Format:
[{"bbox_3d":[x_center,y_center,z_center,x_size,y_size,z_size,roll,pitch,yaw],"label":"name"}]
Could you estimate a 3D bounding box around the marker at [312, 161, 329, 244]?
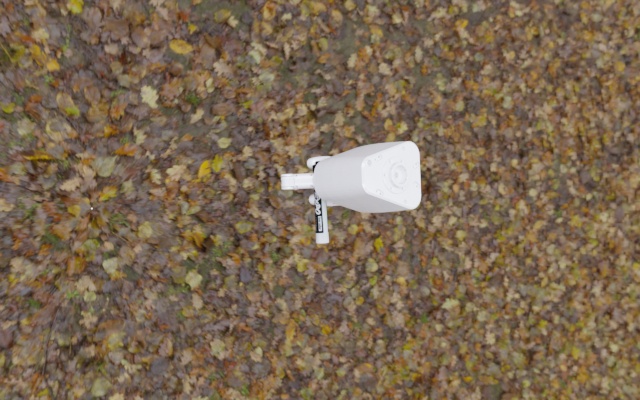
[{"bbox_3d":[0.000,0.002,0.704,0.020,0.121,0.020,-3,1,0],"label":"marker"}]
